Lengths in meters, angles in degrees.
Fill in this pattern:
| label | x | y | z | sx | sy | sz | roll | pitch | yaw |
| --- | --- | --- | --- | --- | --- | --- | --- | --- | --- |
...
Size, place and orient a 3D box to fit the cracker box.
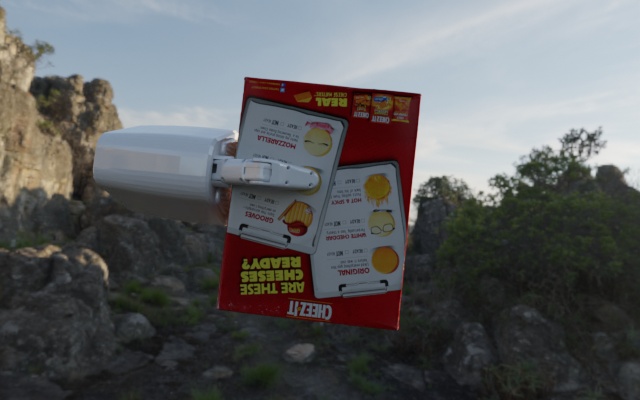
| label | x | y | z | sx | sy | sz | roll | pitch | yaw |
| --- | --- | --- | --- | --- | --- | --- | --- | --- | --- |
| cracker box | 0.000 | 0.001 | 0.455 | 0.164 | 0.213 | 0.072 | 6 | -2 | 3 |
